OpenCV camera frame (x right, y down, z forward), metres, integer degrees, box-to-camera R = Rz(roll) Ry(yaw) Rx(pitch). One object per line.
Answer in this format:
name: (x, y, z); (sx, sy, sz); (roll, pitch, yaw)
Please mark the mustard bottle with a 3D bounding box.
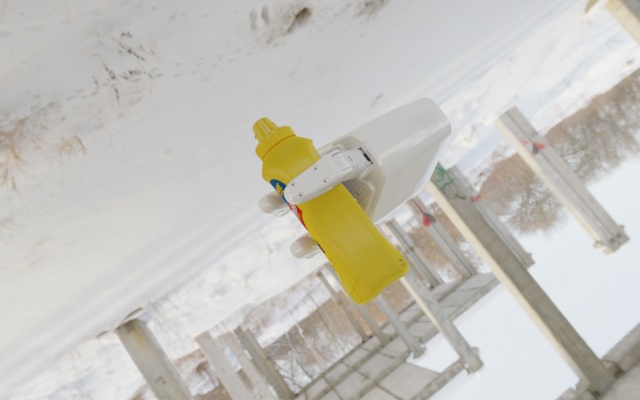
mustard bottle: (0.000, 0.002, 0.435); (0.058, 0.191, 0.096); (-36, -9, -5)
